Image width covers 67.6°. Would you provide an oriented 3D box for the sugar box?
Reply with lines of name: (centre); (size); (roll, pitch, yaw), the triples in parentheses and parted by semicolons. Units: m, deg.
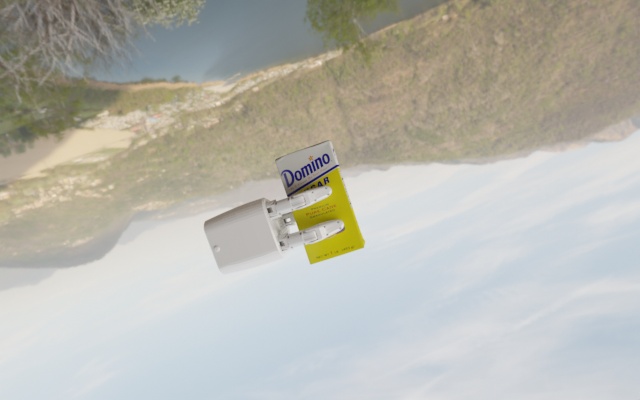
sugar box: (0.000, 0.003, 0.753); (0.093, 0.176, 0.048); (-19, 5, 7)
